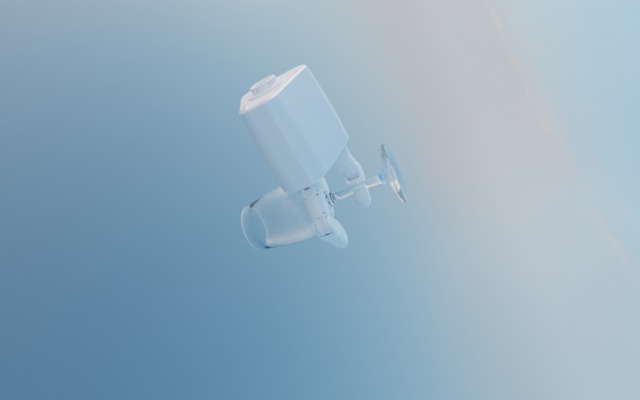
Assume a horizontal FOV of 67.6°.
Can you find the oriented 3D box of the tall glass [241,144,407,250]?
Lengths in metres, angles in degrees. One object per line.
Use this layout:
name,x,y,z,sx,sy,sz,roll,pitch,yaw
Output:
tall glass,0.001,0.002,0.594,0.201,0.079,0.079,-22,-8,20
